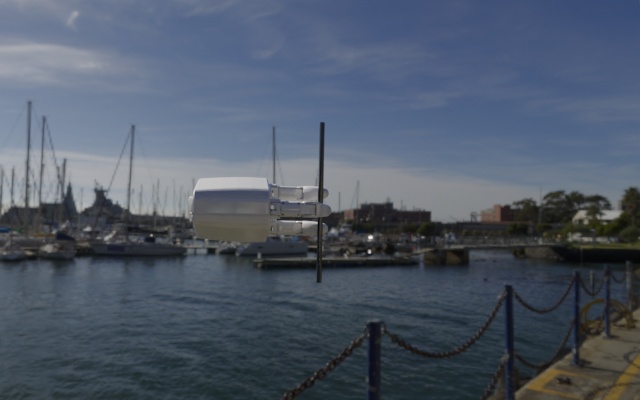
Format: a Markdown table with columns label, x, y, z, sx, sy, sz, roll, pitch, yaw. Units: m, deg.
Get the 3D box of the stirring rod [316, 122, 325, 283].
| label | x | y | z | sx | sy | sz | roll | pitch | yaw |
| --- | --- | --- | --- | --- | --- | --- | --- | --- | --- |
| stirring rod | 0.000 | 0.002 | 0.717 | 0.011 | 0.239 | 0.011 | 1 | -3 | 0 |
